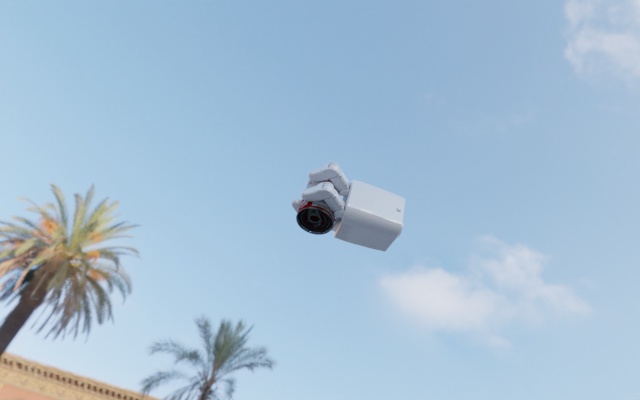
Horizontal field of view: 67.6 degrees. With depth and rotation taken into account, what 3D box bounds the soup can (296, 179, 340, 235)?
[{"bbox_3d":[0.000,0.003,0.878,0.068,0.069,0.102,0,44,17],"label":"soup can"}]
